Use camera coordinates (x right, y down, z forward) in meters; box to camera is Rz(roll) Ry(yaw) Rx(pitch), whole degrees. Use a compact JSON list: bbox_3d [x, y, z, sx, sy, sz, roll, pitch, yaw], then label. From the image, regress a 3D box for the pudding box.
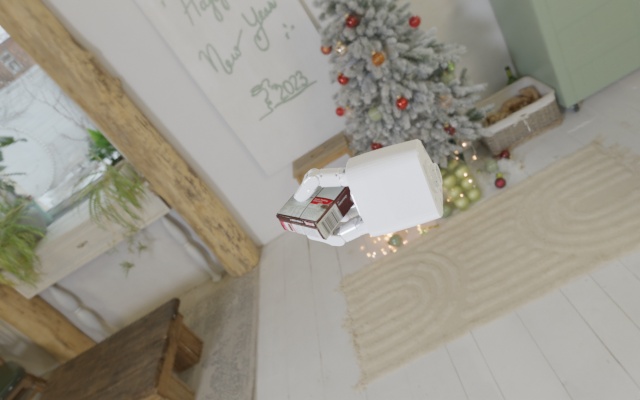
[{"bbox_3d":[0.000,0.002,0.731,0.090,0.039,0.113,9,47,43],"label":"pudding box"}]
